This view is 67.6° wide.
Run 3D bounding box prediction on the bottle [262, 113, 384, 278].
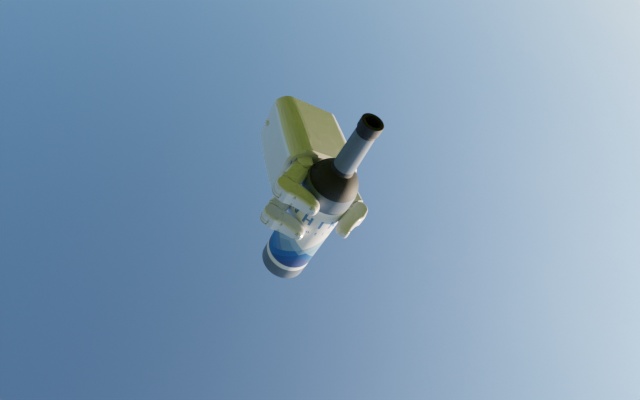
[{"bbox_3d":[0.000,0.002,0.615,0.069,0.069,0.296,0,-36,-28],"label":"bottle"}]
